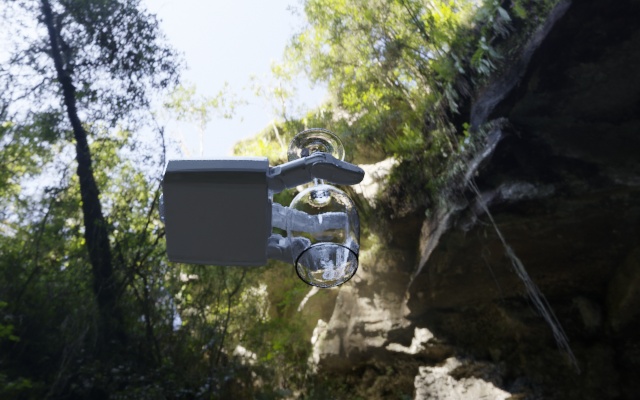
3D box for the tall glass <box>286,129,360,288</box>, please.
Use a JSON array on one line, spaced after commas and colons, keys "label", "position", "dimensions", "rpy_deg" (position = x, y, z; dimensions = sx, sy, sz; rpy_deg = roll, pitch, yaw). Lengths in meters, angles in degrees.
[{"label": "tall glass", "position": [0.000, 0.001, 0.534], "dimensions": [0.079, 0.079, 0.200], "rpy_deg": [0, 38, -5]}]
